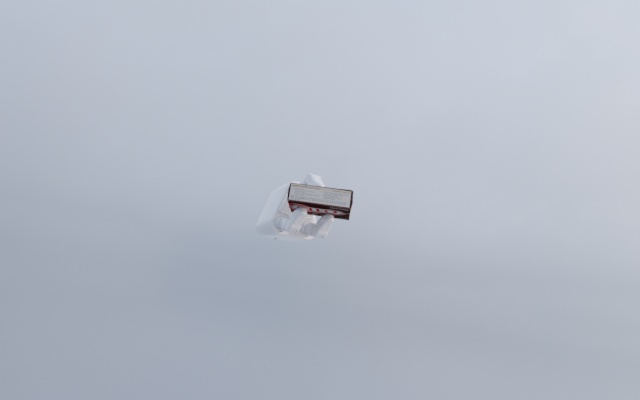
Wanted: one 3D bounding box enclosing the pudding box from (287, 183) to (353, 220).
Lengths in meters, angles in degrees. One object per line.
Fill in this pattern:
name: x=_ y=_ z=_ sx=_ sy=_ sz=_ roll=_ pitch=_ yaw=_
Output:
pudding box: x=0.000 y=0.003 z=0.851 sx=0.113 sy=0.039 sz=0.090 roll=6 pitch=-13 yaw=3
